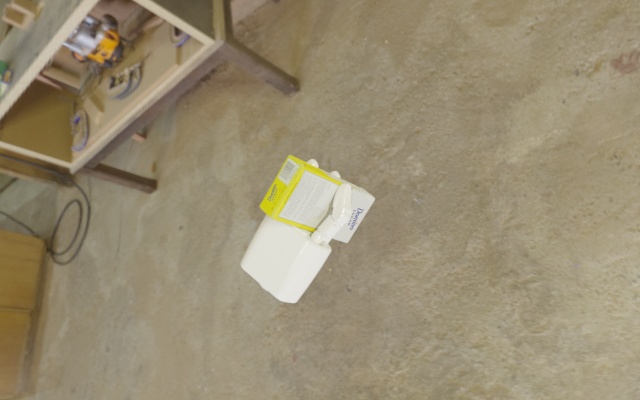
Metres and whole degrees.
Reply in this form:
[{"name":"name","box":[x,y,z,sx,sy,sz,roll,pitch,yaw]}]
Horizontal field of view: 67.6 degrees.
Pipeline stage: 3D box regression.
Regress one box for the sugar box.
[{"name":"sugar box","box":[0.000,0.002,0.748,0.176,0.093,0.048,22,13,-47]}]
